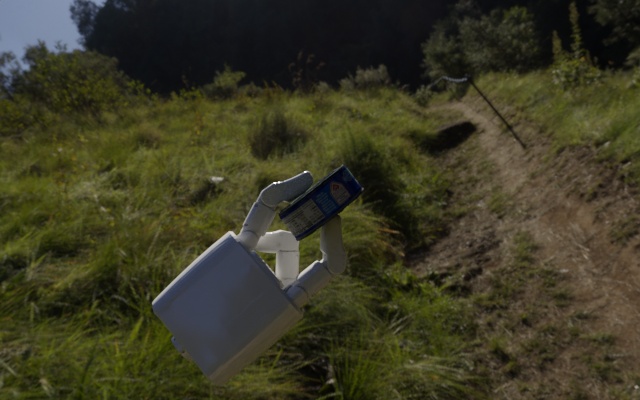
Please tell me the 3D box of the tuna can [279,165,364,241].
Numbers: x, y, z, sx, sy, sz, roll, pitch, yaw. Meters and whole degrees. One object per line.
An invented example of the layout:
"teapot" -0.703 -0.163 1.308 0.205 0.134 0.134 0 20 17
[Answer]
"tuna can" 0.000 0.001 0.481 0.086 0.034 0.086 -37 4 3
